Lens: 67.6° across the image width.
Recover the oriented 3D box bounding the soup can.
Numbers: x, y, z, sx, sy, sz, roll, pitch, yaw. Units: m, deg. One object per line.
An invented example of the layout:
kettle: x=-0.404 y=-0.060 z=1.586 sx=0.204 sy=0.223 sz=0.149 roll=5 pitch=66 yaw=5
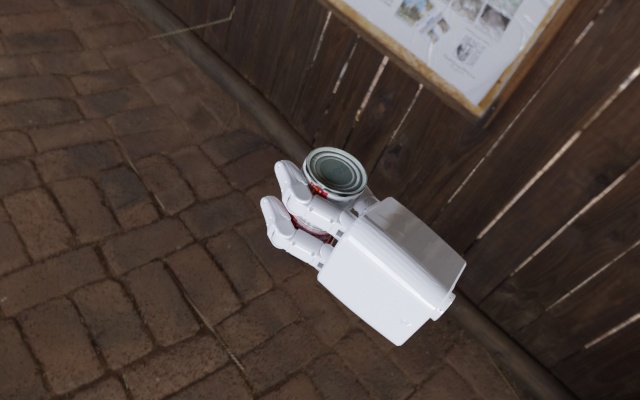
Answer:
soup can: x=0.000 y=0.001 z=0.509 sx=0.068 sy=0.068 sz=0.102 roll=0 pitch=-40 yaw=-26
